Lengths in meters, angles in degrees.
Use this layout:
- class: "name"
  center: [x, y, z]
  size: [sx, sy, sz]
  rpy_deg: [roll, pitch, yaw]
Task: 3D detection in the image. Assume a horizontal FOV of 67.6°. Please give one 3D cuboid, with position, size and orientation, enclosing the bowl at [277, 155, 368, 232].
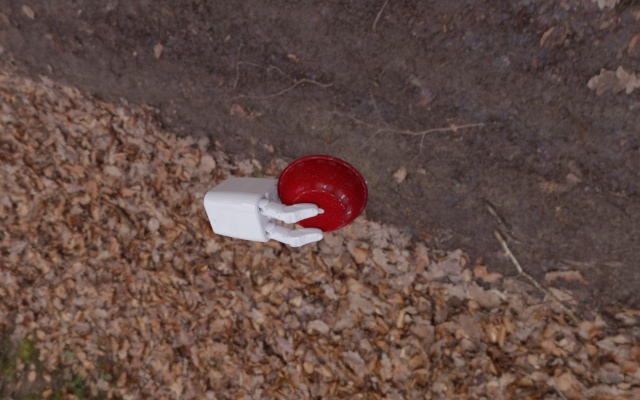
- class: "bowl"
  center: [0.001, 0.003, 0.819]
  size: [0.162, 0.162, 0.055]
  rpy_deg: [0, 39, 9]
